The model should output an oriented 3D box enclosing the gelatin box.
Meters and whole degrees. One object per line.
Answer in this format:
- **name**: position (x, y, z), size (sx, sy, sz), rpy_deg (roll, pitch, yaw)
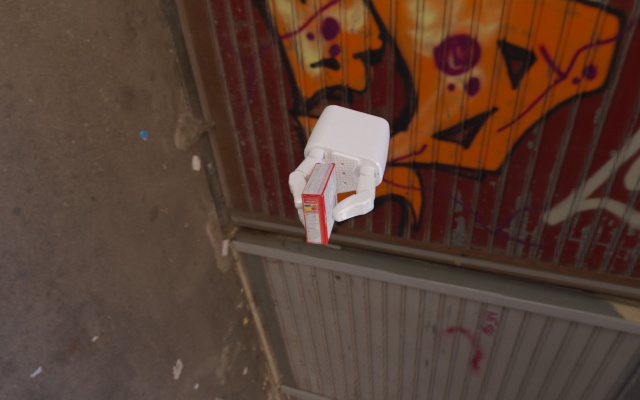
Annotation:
- **gelatin box**: position (0.000, 0.002, 0.621), size (0.030, 0.073, 0.089), rpy_deg (2, 32, 12)
